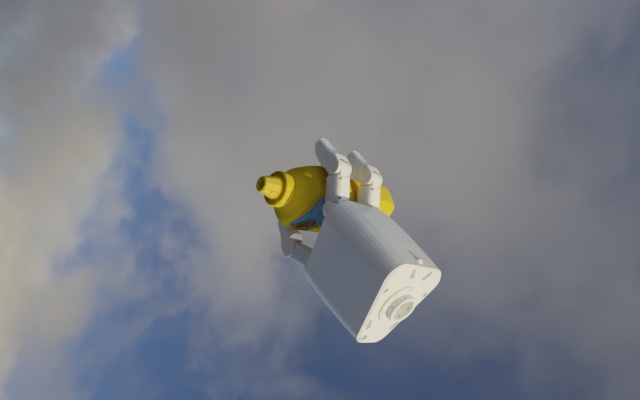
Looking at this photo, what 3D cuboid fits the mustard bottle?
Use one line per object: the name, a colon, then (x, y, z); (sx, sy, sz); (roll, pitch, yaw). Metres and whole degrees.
mustard bottle: (0.000, 0.002, 0.587); (0.096, 0.058, 0.192); (-37, -34, 31)
